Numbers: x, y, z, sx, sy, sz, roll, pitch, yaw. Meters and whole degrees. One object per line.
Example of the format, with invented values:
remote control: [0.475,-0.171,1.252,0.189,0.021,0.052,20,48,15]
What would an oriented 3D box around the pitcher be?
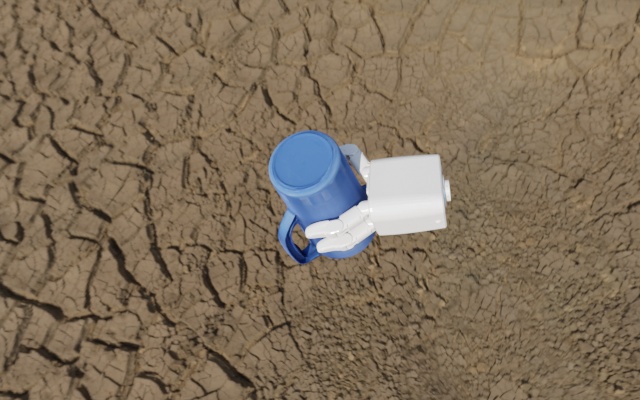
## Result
pitcher: [0.000,0.002,0.766,0.145,0.149,0.243,-6,-26,15]
